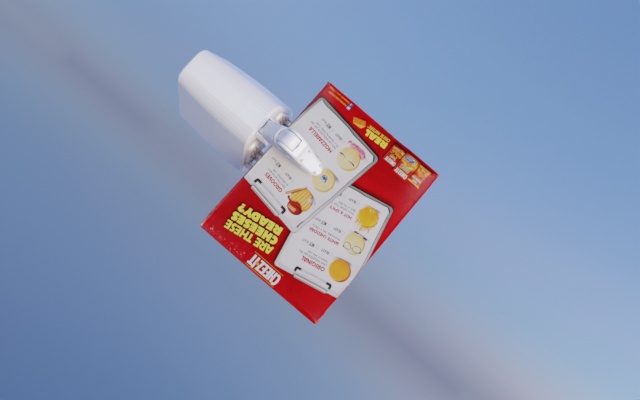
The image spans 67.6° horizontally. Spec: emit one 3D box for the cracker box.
[{"bbox_3d":[0.000,0.002,0.544,0.164,0.213,0.072,40,-7,2],"label":"cracker box"}]
